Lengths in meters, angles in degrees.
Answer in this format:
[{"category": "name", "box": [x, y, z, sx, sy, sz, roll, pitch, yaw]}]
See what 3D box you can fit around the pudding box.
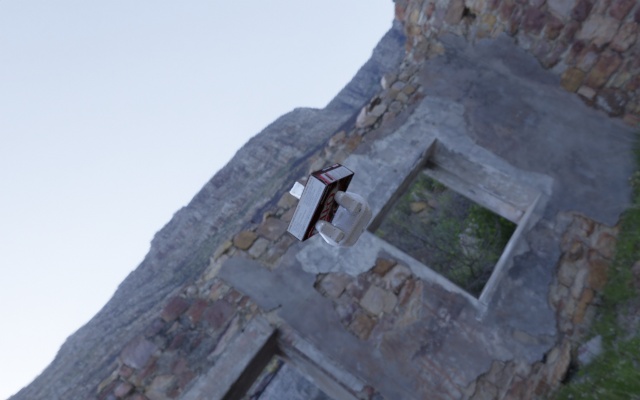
[{"category": "pudding box", "box": [0.000, 0.002, 0.758, 0.039, 0.113, 0.090, 32, 28, 19]}]
